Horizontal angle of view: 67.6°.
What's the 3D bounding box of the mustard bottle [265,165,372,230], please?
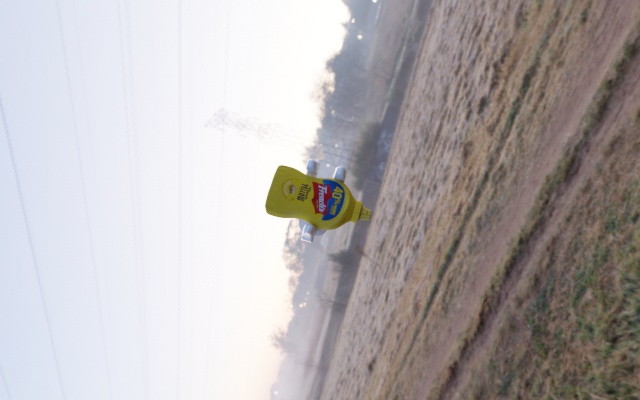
[{"bbox_3d":[0.000,0.003,0.883,0.191,0.096,0.058,15,-21,3],"label":"mustard bottle"}]
